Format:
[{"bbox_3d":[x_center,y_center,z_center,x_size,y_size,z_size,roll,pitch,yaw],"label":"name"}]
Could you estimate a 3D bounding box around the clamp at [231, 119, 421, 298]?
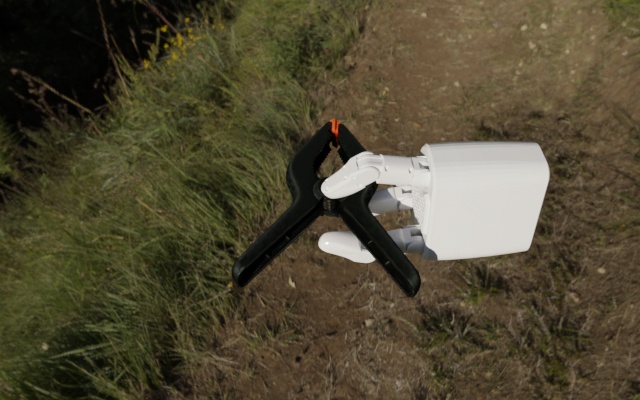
[{"bbox_3d":[0.000,0.001,0.469,0.164,0.209,0.036,-2,-38,-3],"label":"clamp"}]
